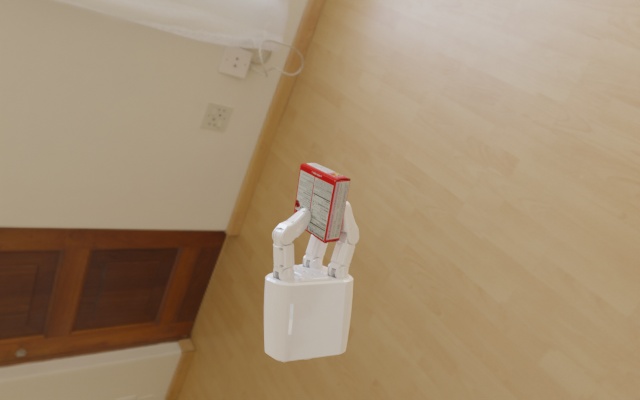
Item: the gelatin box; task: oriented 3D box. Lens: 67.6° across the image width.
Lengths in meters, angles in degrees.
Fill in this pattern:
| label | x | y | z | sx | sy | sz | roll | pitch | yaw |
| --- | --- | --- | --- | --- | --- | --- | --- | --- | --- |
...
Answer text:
| label | x | y | z | sx | sy | sz | roll | pitch | yaw |
| --- | --- | --- | --- | --- | --- | --- | --- | --- | --- |
| gelatin box | 0.000 | 0.002 | 0.634 | 0.030 | 0.089 | 0.073 | -8 | 25 | -39 |
